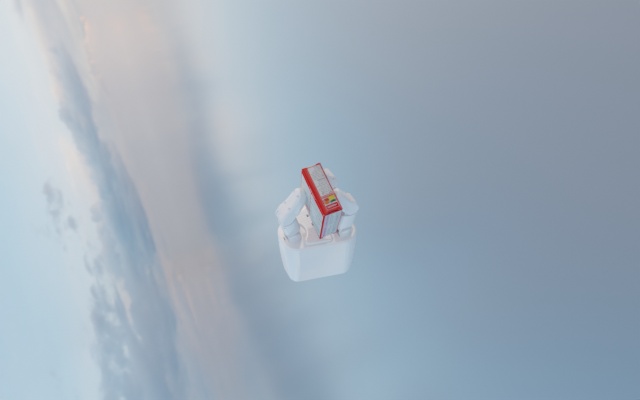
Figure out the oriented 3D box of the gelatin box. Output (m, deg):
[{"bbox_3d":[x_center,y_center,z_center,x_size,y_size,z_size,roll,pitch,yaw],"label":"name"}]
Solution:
[{"bbox_3d":[0.000,0.002,0.649,0.030,0.073,0.089,-21,-22,-12],"label":"gelatin box"}]
